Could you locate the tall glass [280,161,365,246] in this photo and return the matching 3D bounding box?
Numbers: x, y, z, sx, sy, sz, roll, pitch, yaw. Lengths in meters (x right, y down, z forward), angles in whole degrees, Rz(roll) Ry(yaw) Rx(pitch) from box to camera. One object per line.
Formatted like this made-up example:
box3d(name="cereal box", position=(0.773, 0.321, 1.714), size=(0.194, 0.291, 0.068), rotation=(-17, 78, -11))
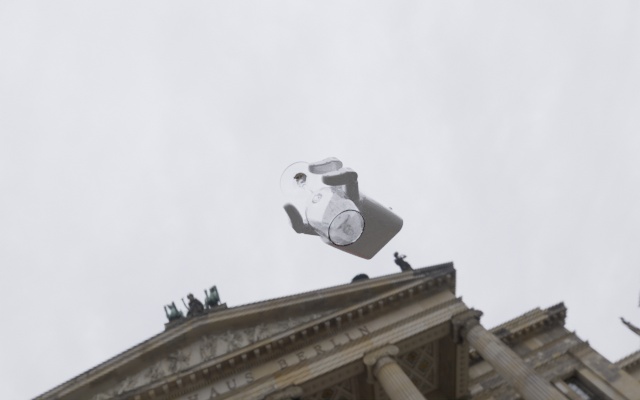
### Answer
box3d(name="tall glass", position=(0.000, 0.002, 0.795), size=(0.079, 0.079, 0.201), rotation=(0, 23, -25))
